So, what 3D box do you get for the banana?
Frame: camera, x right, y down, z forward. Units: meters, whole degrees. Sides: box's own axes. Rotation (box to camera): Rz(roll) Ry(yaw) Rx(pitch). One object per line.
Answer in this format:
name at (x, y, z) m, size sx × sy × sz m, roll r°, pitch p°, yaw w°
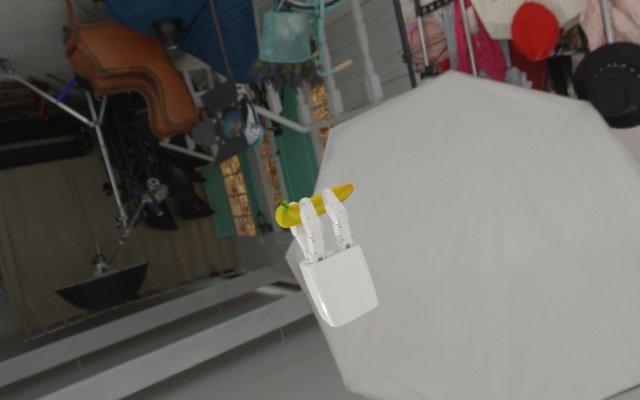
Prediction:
banana at (-0.015, 0.011, 0.800) m, size 0.070 × 0.037 × 0.198 m, roll -30°, pitch -7°, yaw 36°
